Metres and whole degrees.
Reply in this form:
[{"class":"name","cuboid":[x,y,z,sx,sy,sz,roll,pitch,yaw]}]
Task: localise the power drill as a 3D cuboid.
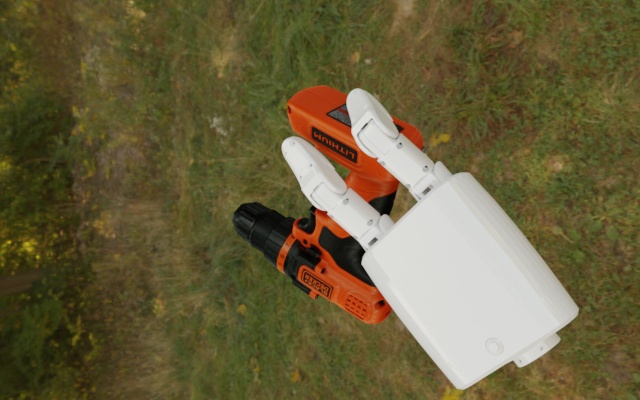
[{"class":"power drill","cuboid":[0.000,0.001,0.416,0.184,0.188,0.057,29,42,21]}]
